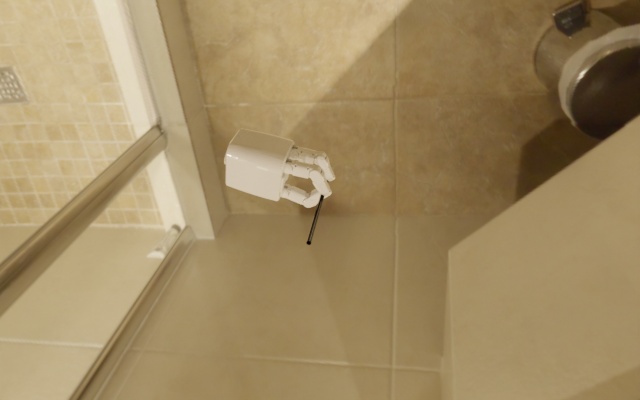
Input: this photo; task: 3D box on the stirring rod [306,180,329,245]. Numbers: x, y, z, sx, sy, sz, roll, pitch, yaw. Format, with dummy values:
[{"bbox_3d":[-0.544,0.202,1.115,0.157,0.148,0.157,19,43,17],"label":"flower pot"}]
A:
[{"bbox_3d":[0.000,0.003,0.849,0.011,0.011,0.239,0,32,11],"label":"stirring rod"}]
